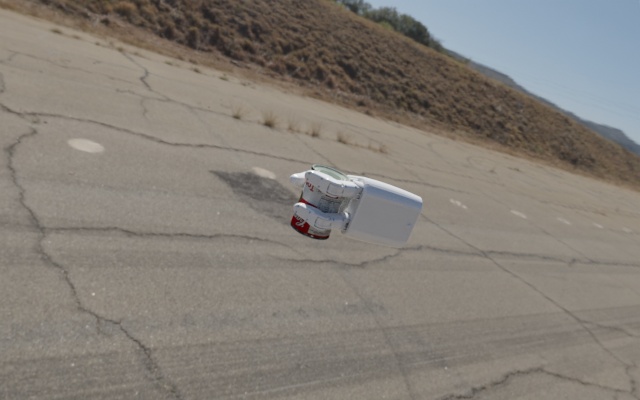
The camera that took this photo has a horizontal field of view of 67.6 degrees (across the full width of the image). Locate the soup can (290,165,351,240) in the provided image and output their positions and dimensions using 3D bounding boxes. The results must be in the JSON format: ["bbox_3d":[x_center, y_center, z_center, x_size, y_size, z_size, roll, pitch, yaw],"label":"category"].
[{"bbox_3d":[0.000,0.002,0.759,0.068,0.102,0.068,19,17,-6],"label":"soup can"}]
